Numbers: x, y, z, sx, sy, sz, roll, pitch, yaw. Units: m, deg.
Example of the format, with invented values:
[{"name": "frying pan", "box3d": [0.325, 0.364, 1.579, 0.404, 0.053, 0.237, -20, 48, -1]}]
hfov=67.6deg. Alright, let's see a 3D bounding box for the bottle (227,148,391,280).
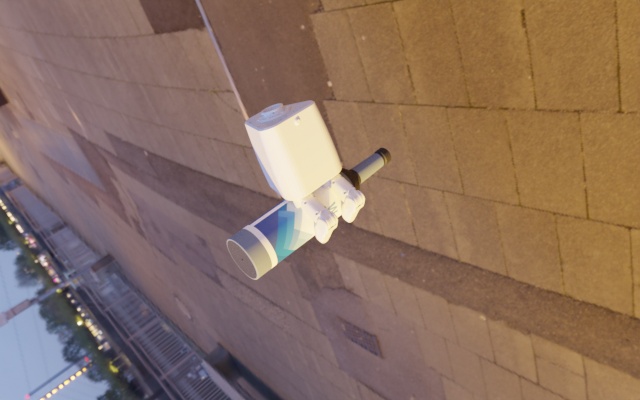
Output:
[{"name": "bottle", "box3d": [0.000, 0.003, 0.704, 0.295, 0.069, 0.069, -36, 19, -28]}]
